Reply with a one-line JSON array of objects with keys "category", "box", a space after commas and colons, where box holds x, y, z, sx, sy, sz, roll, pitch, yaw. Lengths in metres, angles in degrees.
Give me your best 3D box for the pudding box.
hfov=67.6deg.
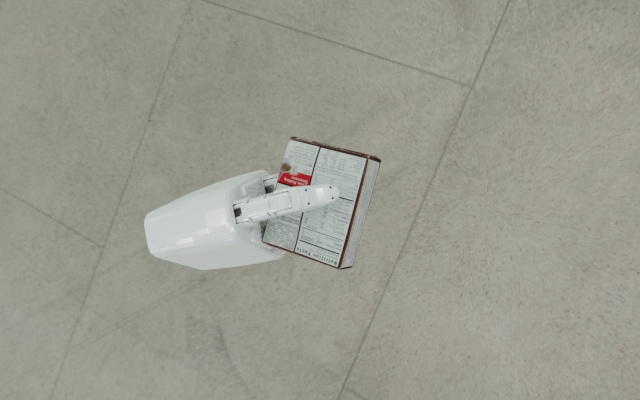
[{"category": "pudding box", "box": [0.000, 0.002, 0.468, 0.090, 0.113, 0.039, 17, 7, 23]}]
